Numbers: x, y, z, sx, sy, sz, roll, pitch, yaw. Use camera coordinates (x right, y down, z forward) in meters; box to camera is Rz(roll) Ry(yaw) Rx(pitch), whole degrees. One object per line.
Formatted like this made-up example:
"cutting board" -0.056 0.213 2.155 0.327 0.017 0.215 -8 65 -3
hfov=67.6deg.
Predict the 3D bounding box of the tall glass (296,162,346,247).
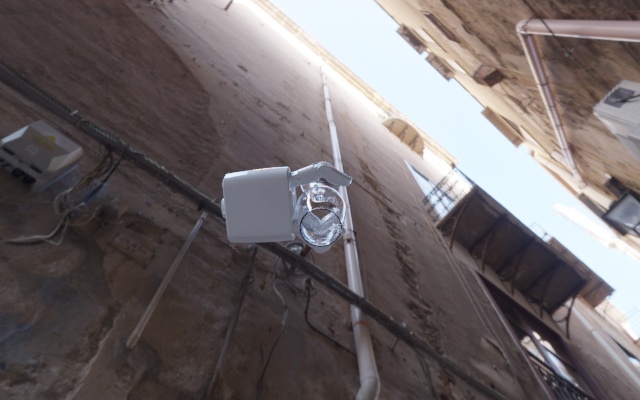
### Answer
"tall glass" 0.000 0.002 0.779 0.079 0.079 0.201 0 22 -1
